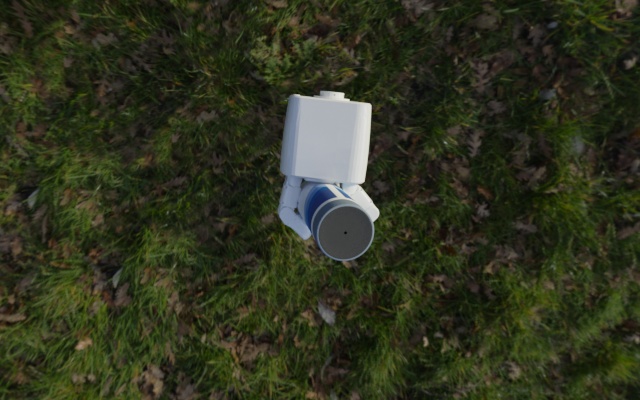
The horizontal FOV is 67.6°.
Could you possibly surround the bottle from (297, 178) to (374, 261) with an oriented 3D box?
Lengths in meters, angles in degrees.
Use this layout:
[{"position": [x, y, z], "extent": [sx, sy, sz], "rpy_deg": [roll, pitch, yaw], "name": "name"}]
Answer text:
[{"position": [0.000, 0.002, 0.669], "extent": [0.069, 0.069, 0.295], "rpy_deg": [0, 13, -11], "name": "bottle"}]
